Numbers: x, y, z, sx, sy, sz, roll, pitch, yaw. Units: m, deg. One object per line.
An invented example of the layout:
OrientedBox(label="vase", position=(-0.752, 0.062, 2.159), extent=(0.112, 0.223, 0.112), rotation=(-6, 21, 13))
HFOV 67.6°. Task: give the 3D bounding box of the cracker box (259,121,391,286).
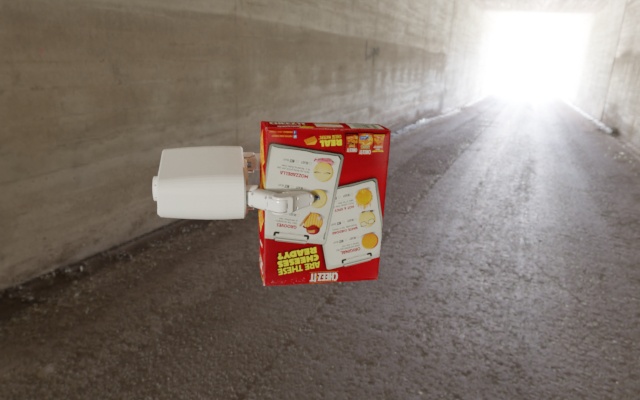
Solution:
OrientedBox(label="cracker box", position=(0.000, 0.002, 0.651), extent=(0.164, 0.214, 0.072), rotation=(-1, 18, -12))
